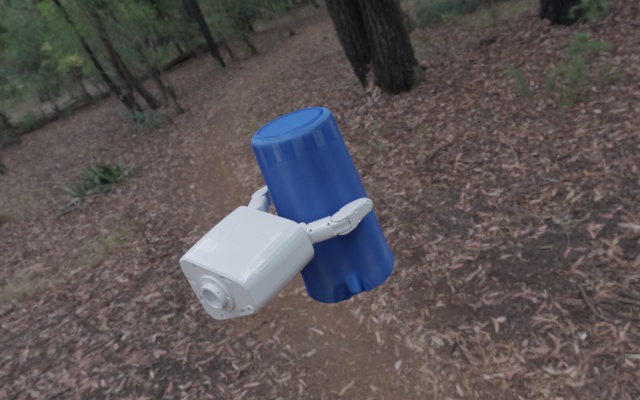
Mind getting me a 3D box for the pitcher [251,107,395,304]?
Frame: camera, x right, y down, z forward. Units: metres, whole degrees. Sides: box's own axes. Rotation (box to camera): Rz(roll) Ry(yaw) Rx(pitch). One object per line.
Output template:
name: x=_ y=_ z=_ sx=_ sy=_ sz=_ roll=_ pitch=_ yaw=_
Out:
pitcher: x=0.000 y=0.002 z=0.646 sx=0.149 sy=0.243 sz=0.145 roll=1 pitch=32 yaw=42
